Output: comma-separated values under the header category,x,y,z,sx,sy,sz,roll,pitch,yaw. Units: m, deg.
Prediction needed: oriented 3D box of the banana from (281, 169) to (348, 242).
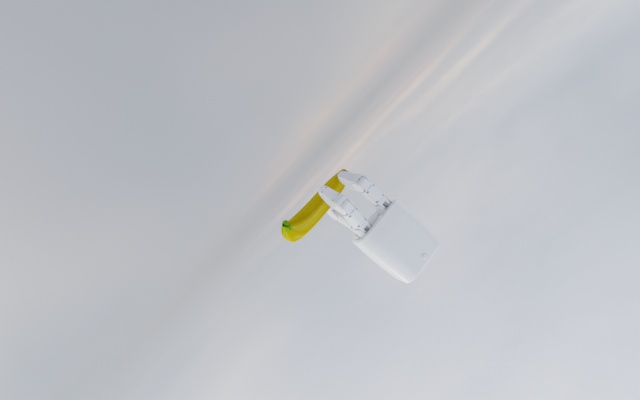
category,x,y,z,sx,sy,sz,roll,pitch,yaw
banana,-0.010,0.015,0.785,0.197,0.037,0.070,-45,-4,-47
